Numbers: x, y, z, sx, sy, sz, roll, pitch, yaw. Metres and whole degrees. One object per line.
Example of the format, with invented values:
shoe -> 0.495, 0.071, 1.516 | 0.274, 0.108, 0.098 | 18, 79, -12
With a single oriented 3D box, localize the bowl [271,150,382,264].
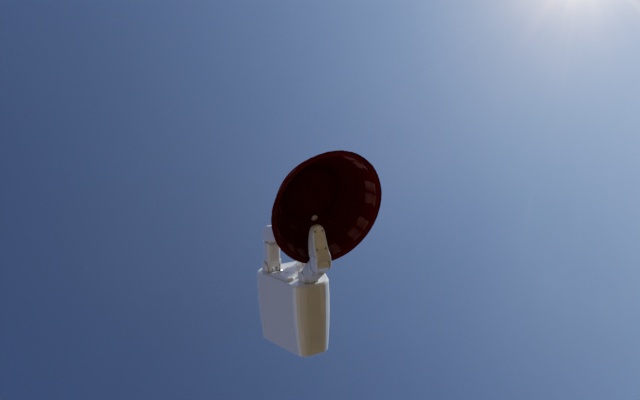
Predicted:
bowl -> 0.000, 0.001, 0.639 | 0.162, 0.162, 0.055 | 0, 24, -30
